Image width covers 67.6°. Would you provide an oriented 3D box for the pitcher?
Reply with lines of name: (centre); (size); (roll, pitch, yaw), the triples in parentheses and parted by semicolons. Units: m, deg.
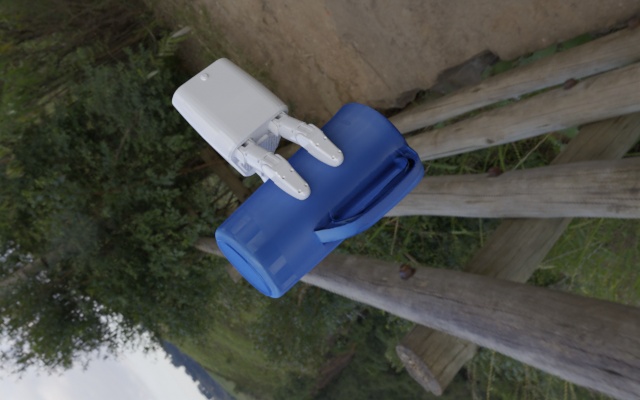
pitcher: (0.000, 0.002, 0.580); (0.242, 0.145, 0.149); (-44, -10, -21)
